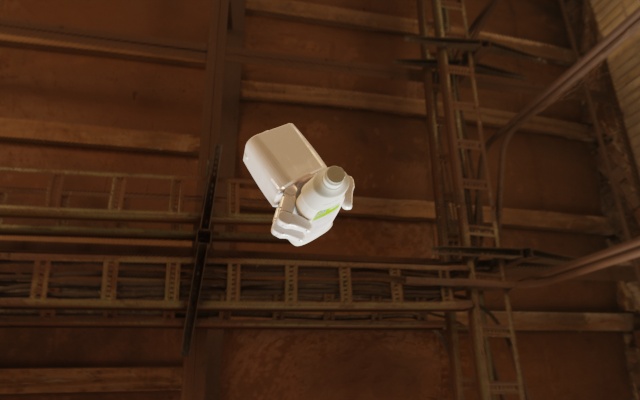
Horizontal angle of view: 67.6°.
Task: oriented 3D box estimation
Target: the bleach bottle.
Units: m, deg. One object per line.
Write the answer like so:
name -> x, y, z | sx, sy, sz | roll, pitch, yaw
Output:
bleach bottle -> 0.000, 0.003, 0.817 | 0.102, 0.068, 0.251 | -32, -11, -23
